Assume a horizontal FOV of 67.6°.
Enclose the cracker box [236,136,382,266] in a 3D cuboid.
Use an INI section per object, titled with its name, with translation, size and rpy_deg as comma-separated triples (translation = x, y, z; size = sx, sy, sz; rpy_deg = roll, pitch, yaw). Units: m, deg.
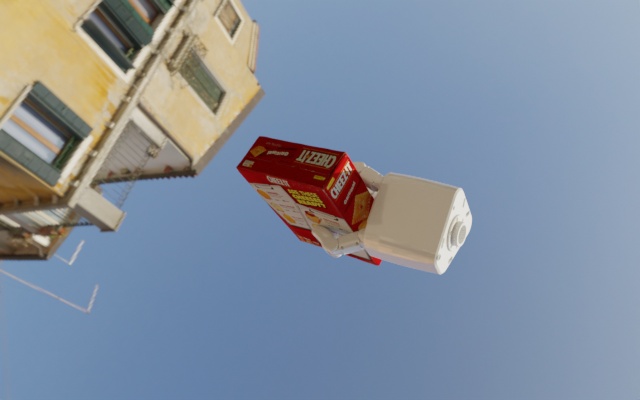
[cracker box]
translation = 0.000, 0.003, 0.719
size = 0.164, 0.072, 0.214
rpy_deg = 15, -26, 36
